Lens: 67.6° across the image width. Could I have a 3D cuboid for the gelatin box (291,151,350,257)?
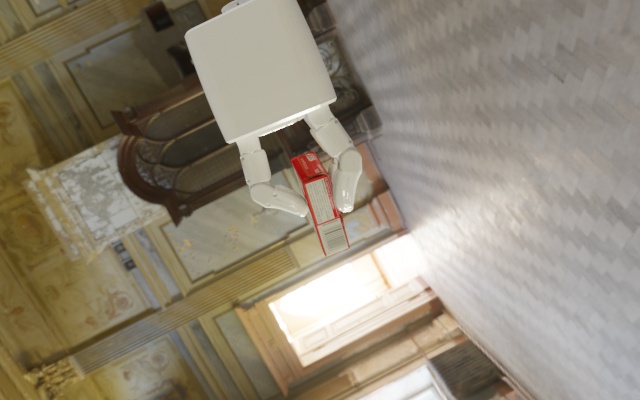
[{"bbox_3d":[0.000,0.002,0.496,0.030,0.089,0.073,-19,24,-4],"label":"gelatin box"}]
